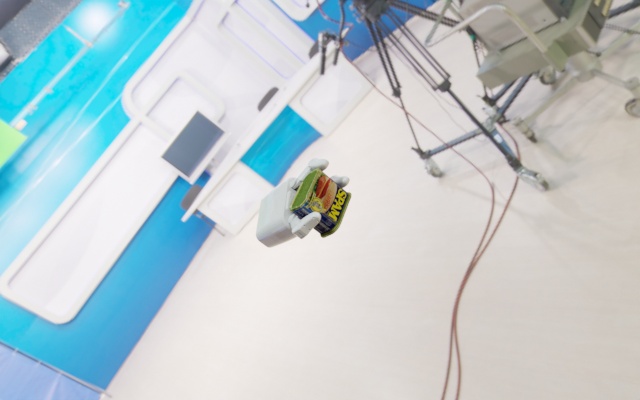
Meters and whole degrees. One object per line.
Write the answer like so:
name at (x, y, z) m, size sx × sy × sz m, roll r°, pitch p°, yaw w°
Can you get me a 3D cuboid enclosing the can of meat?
can of meat at (0.000, 0.003, 0.879) m, size 0.084 × 0.102 × 0.057 m, roll 39°, pitch -39°, yaw -20°
